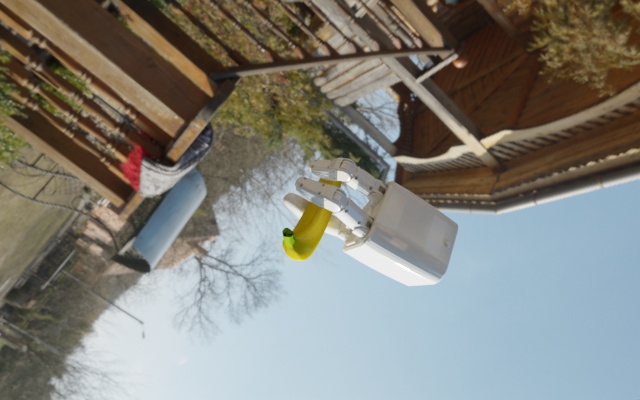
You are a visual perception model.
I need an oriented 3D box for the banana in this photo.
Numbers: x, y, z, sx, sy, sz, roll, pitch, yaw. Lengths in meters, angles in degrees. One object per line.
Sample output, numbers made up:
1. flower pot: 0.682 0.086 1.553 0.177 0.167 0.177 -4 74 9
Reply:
1. banana: -0.006 0.018 0.593 0.037 0.070 0.197 23 33 5
